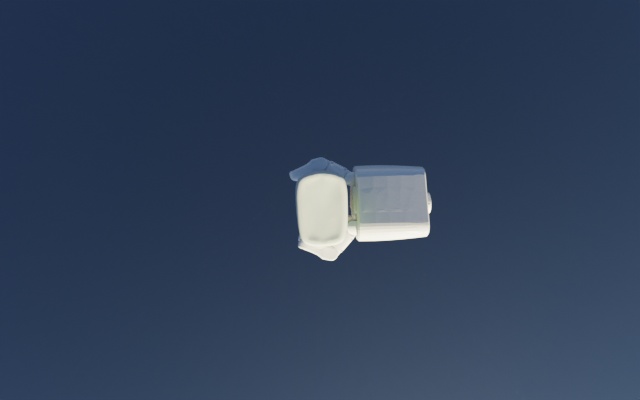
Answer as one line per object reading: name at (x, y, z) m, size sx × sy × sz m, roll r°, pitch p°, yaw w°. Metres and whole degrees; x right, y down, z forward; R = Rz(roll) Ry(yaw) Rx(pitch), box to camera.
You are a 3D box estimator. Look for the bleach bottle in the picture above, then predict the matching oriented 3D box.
bleach bottle at (0.000, 0.003, 0.737) m, size 0.068 × 0.102 × 0.251 m, roll -2°, pitch 5°, yaw -1°
